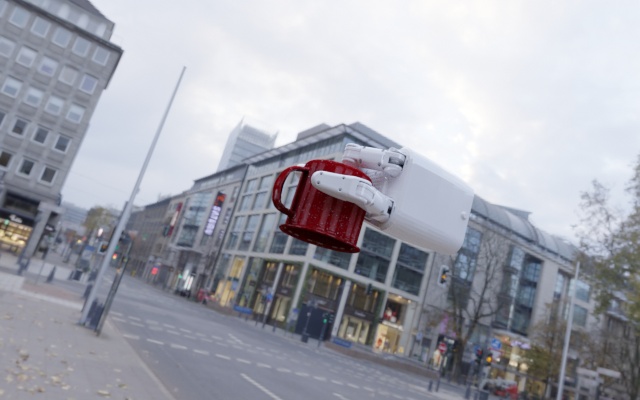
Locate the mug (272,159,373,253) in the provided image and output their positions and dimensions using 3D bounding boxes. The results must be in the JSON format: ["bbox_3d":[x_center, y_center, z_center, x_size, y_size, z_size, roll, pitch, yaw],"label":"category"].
[{"bbox_3d":[-0.001,0.001,0.526,0.117,0.081,0.093,24,-15,-27],"label":"mug"}]
